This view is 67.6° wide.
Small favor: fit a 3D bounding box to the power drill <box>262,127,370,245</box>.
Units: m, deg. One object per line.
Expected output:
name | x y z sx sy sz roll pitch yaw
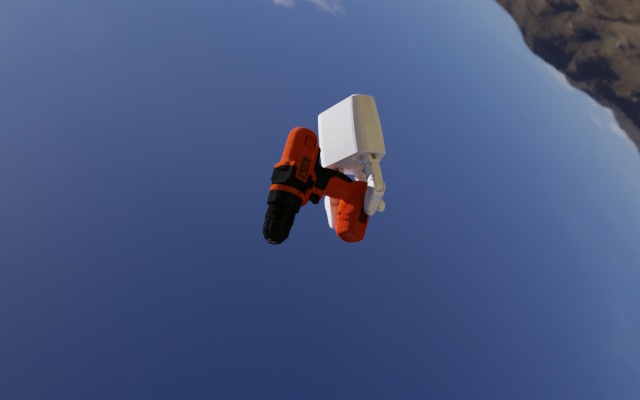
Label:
power drill | 0.000 0.002 0.752 0.057 0.184 0.188 0 -22 45
